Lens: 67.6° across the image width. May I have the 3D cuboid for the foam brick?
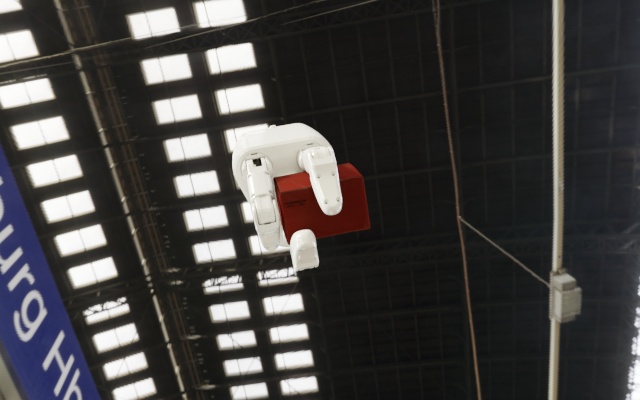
[{"bbox_3d":[0.000,0.002,0.443,0.078,0.053,0.051,-10,19,-7],"label":"foam brick"}]
